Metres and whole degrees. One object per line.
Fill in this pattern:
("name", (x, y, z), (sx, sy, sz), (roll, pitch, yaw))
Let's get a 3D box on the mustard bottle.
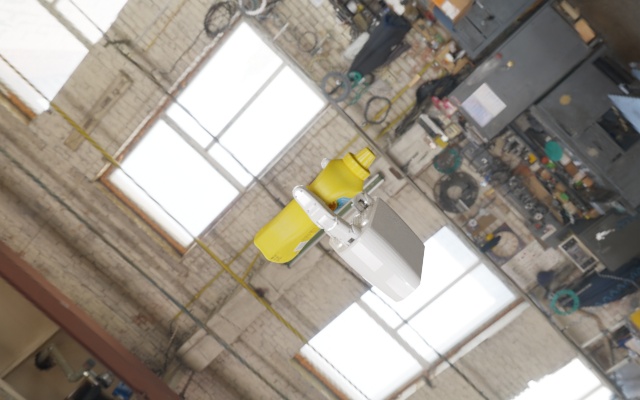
("mustard bottle", (0.000, 0.002, 0.641), (0.192, 0.058, 0.096), (-44, -13, 15))
